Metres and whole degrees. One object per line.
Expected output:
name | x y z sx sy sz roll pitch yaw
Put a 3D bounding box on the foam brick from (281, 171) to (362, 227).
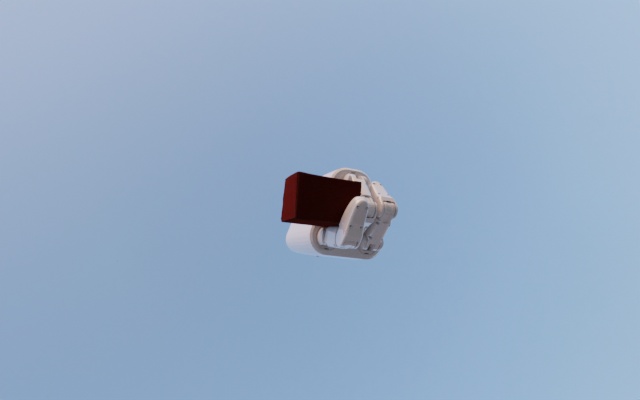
foam brick | 0.000 0.002 0.540 0.078 0.053 0.051 9 -9 -22
